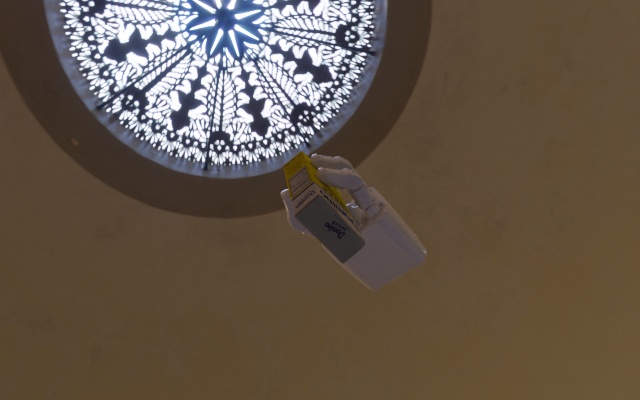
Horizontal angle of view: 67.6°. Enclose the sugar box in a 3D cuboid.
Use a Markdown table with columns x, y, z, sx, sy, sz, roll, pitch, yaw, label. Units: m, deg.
| x | y | z | sx | sy | sz | roll | pitch | yaw | label |
| --- | --- | --- | --- | --- | --- | --- | --- | --- | --- |
| 0.001 | 0.002 | 0.635 | 0.048 | 0.093 | 0.176 | -42 | 23 | 6 | sugar box |
